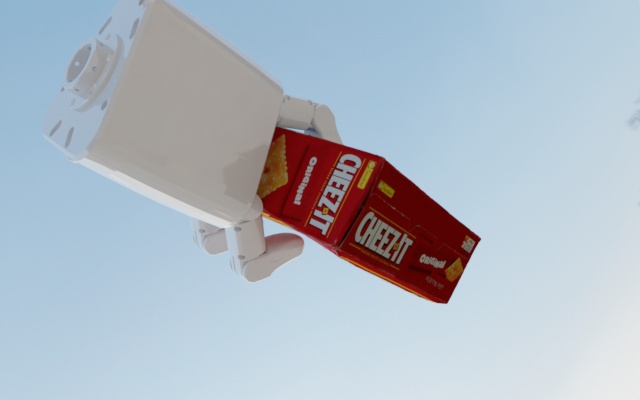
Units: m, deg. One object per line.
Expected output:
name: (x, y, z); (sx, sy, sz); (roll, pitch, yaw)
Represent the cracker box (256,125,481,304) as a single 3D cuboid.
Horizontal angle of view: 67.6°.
cracker box: (0.000, 0.001, 0.405); (0.213, 0.072, 0.164); (24, -4, 44)
